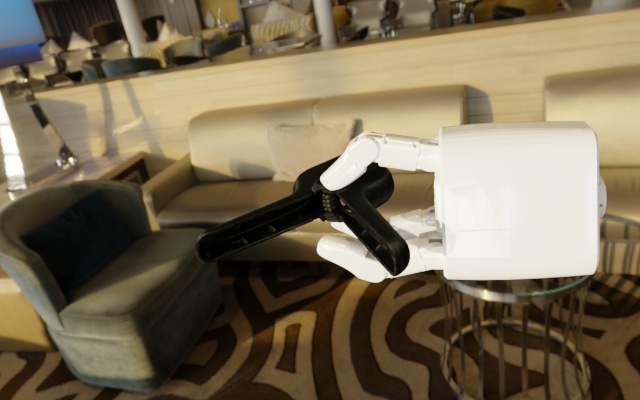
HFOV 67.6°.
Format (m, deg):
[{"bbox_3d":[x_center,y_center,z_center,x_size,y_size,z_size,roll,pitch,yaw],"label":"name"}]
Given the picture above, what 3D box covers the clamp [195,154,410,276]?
[{"bbox_3d":[0.000,0.000,0.418,0.164,0.036,0.210,-1,24,15],"label":"clamp"}]
